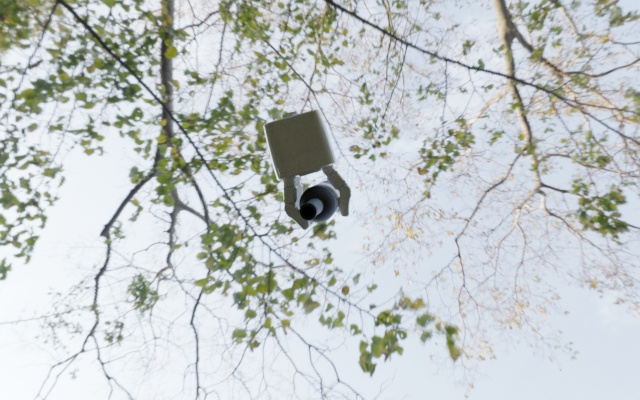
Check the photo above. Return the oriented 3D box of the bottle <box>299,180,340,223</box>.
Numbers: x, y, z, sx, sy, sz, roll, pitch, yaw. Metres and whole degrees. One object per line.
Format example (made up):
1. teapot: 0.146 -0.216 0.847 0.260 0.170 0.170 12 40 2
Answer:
1. bottle: 0.000 0.003 0.888 0.069 0.069 0.295 0 6 8
